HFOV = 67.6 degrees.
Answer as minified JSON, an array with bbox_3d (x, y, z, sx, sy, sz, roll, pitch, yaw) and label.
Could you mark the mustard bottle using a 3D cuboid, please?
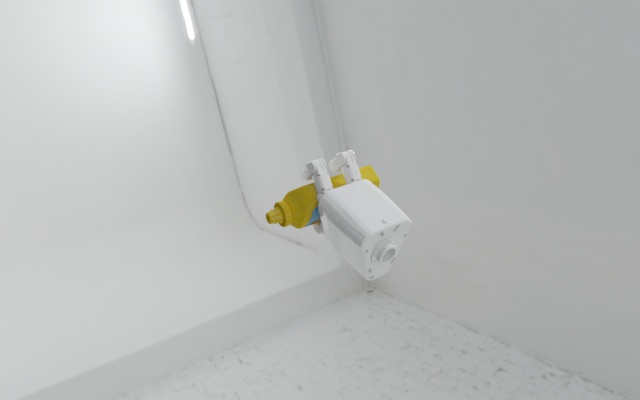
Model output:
[{"bbox_3d":[0.000,0.002,0.775,0.191,0.058,0.096,-18,-22,-28],"label":"mustard bottle"}]
